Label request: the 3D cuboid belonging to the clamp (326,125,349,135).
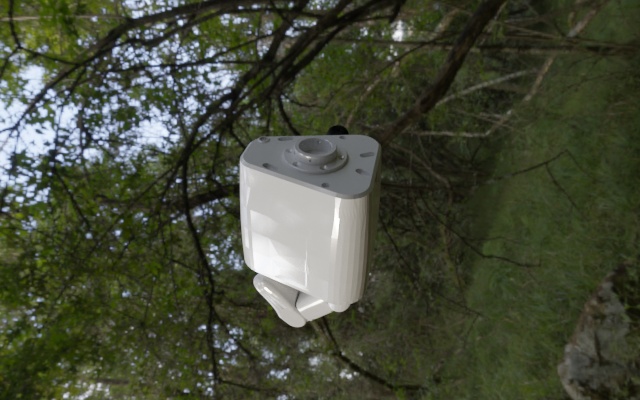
[{"bbox_3d":[-0.001,0.002,0.503,0.039,0.120,0.171,8,37,5],"label":"clamp"}]
